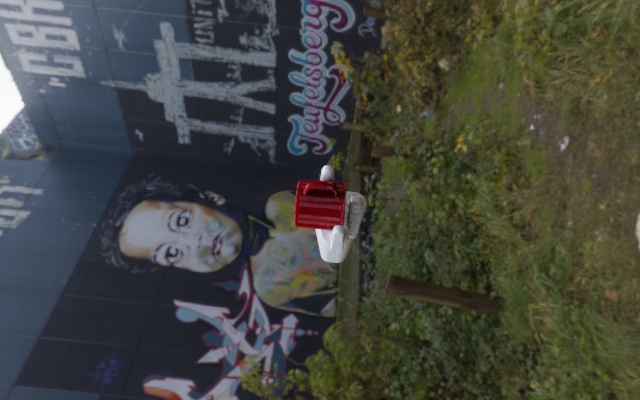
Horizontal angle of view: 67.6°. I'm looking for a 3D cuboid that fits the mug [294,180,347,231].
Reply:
[{"bbox_3d":[0.000,0.002,0.798,0.081,0.093,0.117,5,-27,1],"label":"mug"}]
